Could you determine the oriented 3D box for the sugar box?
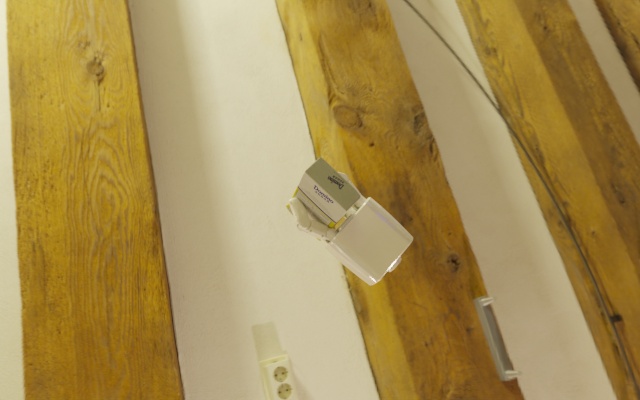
[{"bbox_3d":[0.001,0.002,0.822,0.048,0.093,0.176,-44,-4,-26],"label":"sugar box"}]
